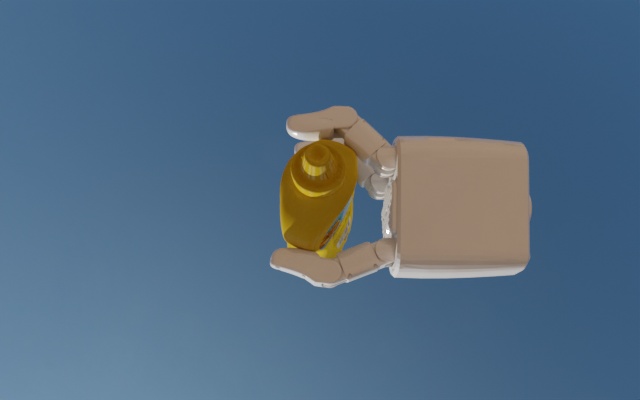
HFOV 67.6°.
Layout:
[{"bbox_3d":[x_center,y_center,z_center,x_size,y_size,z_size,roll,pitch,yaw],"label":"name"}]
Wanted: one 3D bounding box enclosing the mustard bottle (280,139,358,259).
[{"bbox_3d":[0.000,0.001,0.421,0.058,0.096,0.192,24,-18,9],"label":"mustard bottle"}]
